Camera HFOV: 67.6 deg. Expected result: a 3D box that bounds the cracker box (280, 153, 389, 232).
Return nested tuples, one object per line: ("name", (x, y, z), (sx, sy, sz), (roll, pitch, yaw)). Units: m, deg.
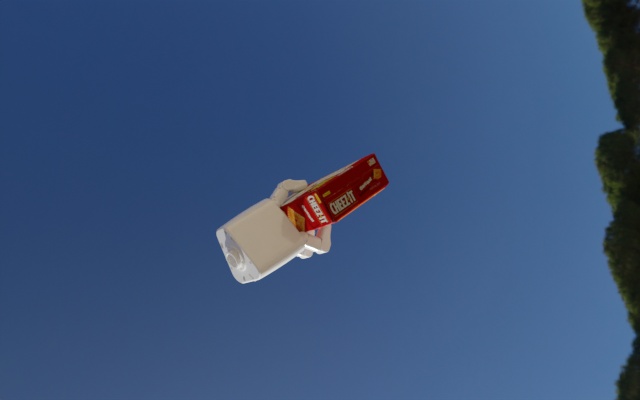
("cracker box", (0.000, 0.003, 0.897), (0.164, 0.072, 0.214), (-34, 7, -38))
